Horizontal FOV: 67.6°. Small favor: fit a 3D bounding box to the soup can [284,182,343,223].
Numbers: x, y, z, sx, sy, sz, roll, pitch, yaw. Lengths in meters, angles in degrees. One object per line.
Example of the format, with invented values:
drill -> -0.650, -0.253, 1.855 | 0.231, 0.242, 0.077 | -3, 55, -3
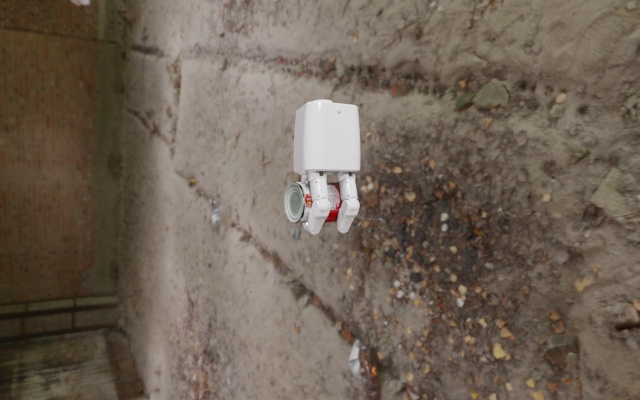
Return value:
soup can -> 0.000, 0.003, 0.785 | 0.102, 0.068, 0.068 | -1, 0, -31
